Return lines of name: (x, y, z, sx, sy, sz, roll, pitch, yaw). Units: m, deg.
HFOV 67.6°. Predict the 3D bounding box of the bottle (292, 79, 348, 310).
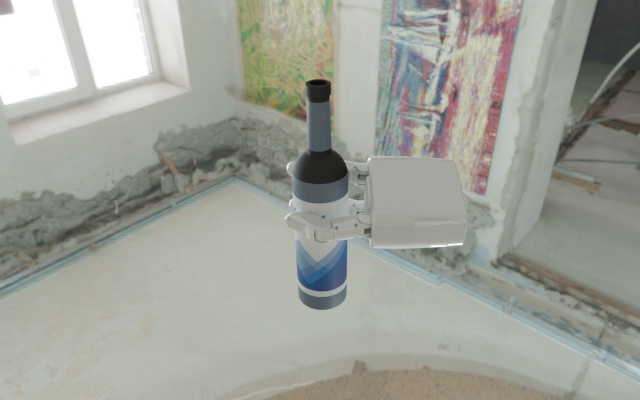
bottle: (0.000, 0.002, 0.577, 0.069, 0.296, 0.069, -1, 32, 1)
